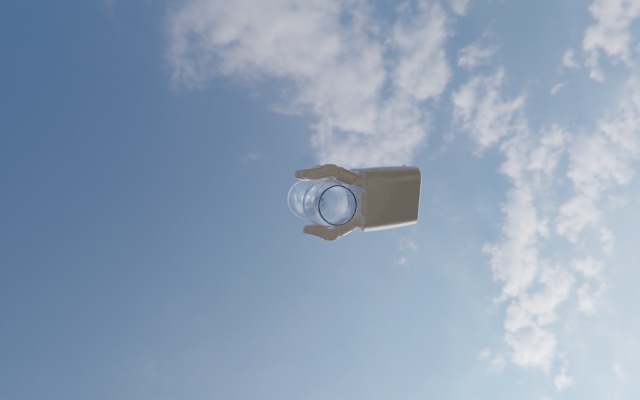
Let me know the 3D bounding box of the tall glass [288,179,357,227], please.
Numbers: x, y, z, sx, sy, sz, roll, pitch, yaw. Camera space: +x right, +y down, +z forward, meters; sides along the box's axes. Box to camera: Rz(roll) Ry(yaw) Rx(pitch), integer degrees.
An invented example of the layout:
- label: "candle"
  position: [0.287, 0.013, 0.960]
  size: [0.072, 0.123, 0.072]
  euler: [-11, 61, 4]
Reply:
- label: "tall glass"
  position: [0.000, 0.003, 0.818]
  size: [0.079, 0.079, 0.201]
  euler: [0, 3, -15]
